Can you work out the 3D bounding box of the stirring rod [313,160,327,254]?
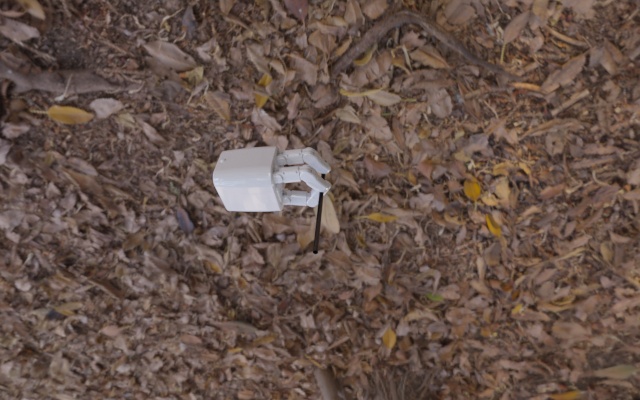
[{"bbox_3d":[0.000,0.003,0.813,0.011,0.011,0.239,0,39,5],"label":"stirring rod"}]
